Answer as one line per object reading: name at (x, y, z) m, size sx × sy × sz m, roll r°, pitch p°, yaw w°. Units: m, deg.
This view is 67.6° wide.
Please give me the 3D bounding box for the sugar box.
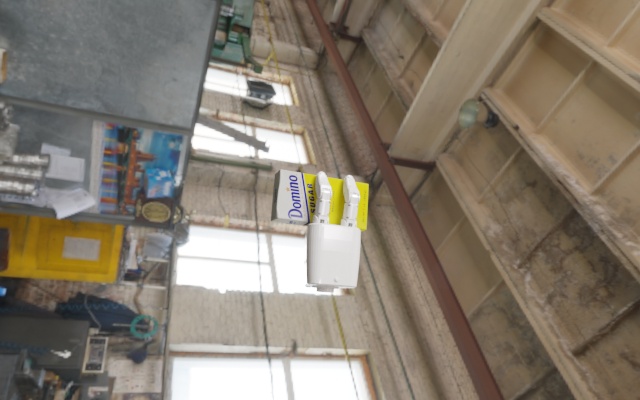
sugar box at (0.000, 0.003, 0.888) m, size 0.176 × 0.093 × 0.048 m, roll 8°, pitch -14°, yaw -21°
